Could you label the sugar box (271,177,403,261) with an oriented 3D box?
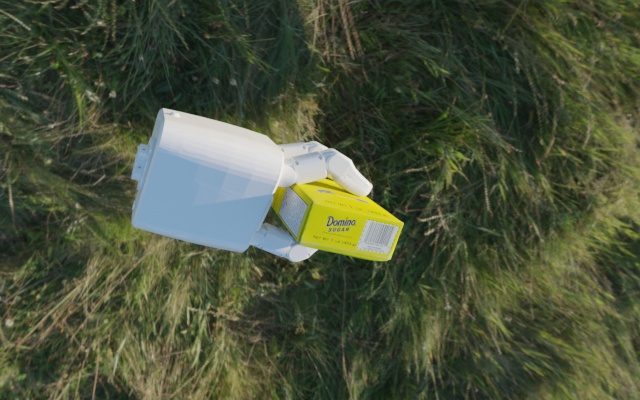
[{"bbox_3d":[0.000,0.001,0.483,0.093,0.048,0.176,14,15,-24],"label":"sugar box"}]
